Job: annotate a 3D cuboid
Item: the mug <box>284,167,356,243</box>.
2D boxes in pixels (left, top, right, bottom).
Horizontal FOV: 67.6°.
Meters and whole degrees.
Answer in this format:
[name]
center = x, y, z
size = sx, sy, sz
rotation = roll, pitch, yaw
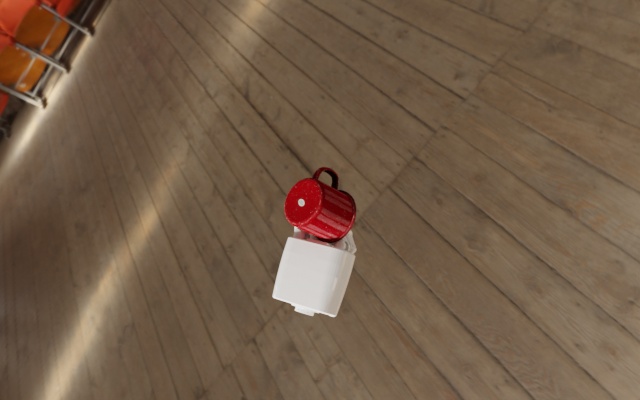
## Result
[mug]
center = 0.000, 0.001, 0.767
size = 0.093, 0.117, 0.081
rotation = 6, -15, 43
